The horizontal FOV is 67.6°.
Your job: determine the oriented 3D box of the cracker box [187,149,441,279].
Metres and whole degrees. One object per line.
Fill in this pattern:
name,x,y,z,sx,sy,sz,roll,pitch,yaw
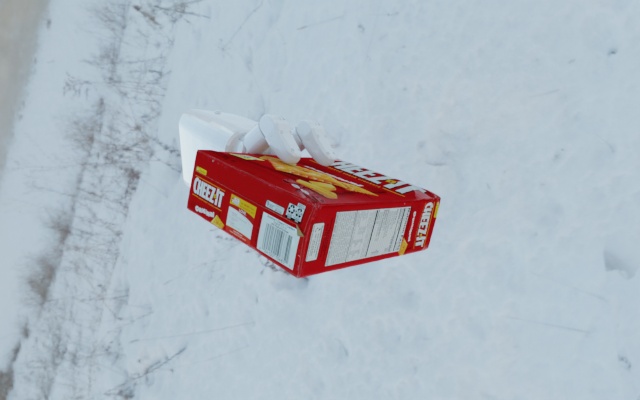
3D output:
cracker box,0.000,0.002,0.496,0.164,0.072,0.213,25,18,38
